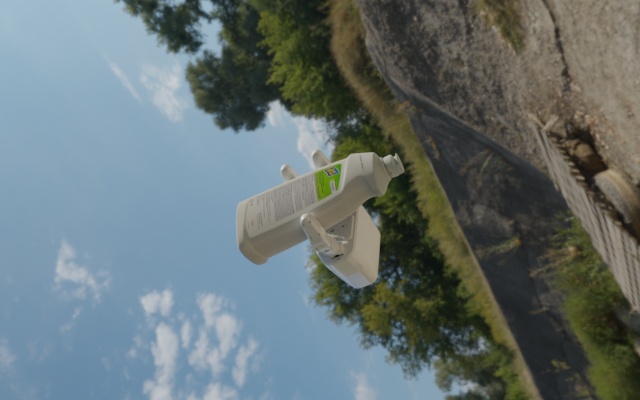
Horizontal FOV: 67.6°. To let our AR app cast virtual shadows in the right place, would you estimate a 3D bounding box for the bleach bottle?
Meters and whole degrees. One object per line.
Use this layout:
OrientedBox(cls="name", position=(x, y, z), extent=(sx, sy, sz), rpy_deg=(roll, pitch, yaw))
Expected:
OrientedBox(cls="bleach bottle", position=(0.000, 0.002, 0.684), extent=(0.251, 0.102, 0.068), rpy_deg=(-23, -40, 17))
